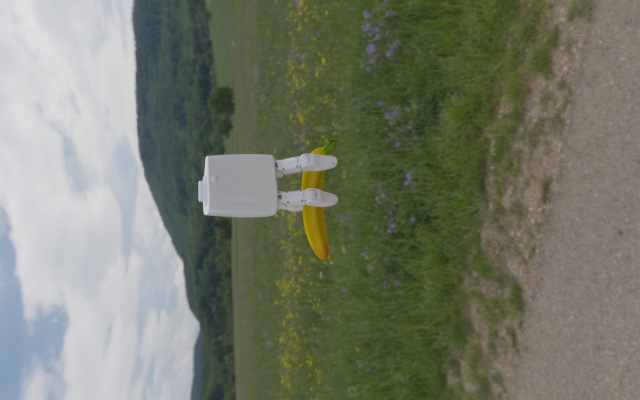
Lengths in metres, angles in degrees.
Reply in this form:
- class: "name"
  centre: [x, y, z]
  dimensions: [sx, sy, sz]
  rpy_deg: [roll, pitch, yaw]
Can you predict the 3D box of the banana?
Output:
- class: "banana"
  centre: [-0.008, -0.002, 0.807]
  dimensions: [0.037, 0.198, 0.069]
  rpy_deg: [1, 3, -25]
